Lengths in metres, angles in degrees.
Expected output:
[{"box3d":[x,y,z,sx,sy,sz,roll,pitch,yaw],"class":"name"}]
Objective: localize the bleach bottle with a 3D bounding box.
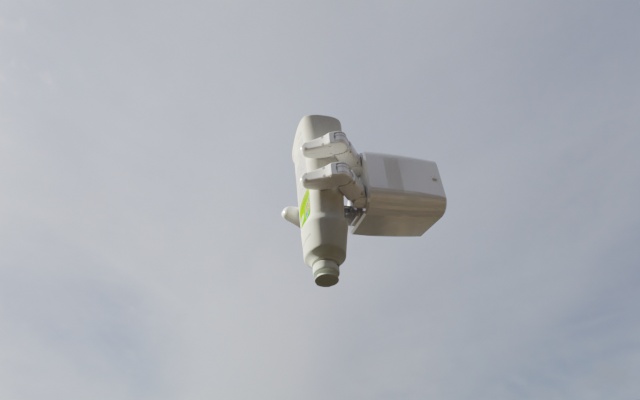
[{"box3d":[0.000,0.002,0.628,0.068,0.250,0.103,5,-41,-9],"class":"bleach bottle"}]
